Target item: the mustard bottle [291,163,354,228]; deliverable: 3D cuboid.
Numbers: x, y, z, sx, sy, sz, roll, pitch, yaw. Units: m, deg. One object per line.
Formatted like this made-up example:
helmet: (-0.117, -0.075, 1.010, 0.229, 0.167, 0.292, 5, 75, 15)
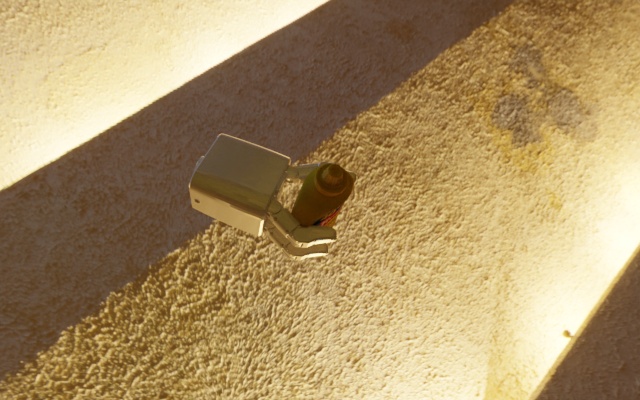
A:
mustard bottle: (0.000, 0.002, 0.647, 0.096, 0.058, 0.192, -41, -11, -24)
